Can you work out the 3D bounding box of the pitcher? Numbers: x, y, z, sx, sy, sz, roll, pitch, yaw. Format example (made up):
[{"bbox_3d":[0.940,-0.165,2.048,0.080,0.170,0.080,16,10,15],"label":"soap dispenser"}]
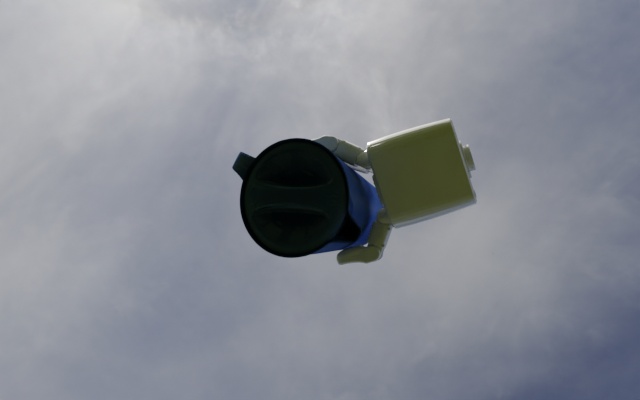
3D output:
[{"bbox_3d":[0.000,0.002,0.635,0.145,0.149,0.243,-18,-12,18],"label":"pitcher"}]
